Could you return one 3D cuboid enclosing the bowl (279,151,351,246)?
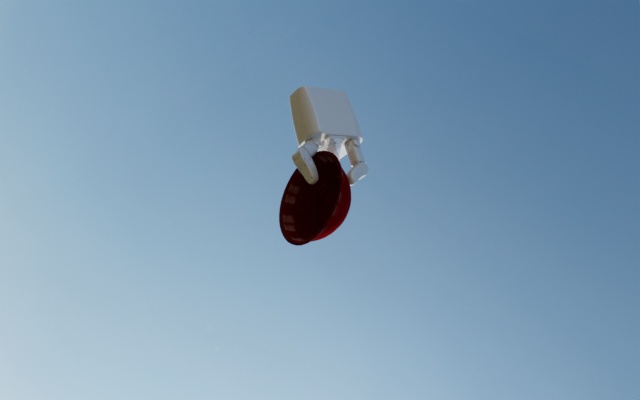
[{"bbox_3d":[0.000,0.004,0.785,0.055,0.162,0.162,23,-13,-34],"label":"bowl"}]
